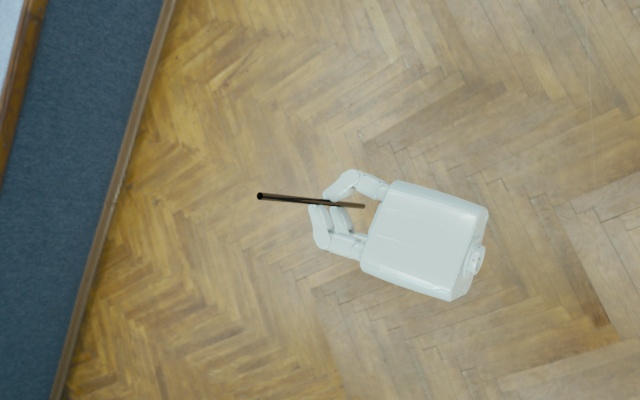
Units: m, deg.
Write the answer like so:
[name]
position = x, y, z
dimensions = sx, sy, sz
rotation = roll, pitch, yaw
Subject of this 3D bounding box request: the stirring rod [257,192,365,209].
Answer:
[stirring rod]
position = 0.000, 0.002, 0.577
dimensions = 0.011, 0.011, 0.239
rotation = 0, -3, 30
